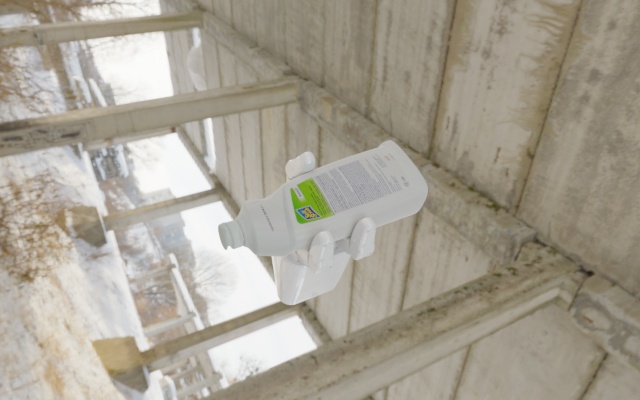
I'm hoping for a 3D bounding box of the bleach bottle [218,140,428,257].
[{"bbox_3d":[0.000,0.002,0.568,0.251,0.102,0.068,-16,-35,-25],"label":"bleach bottle"}]
